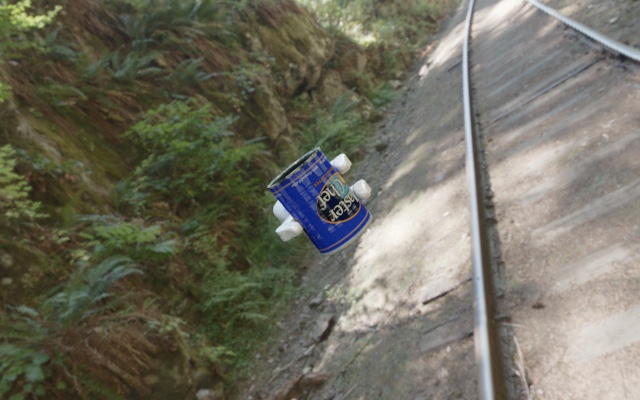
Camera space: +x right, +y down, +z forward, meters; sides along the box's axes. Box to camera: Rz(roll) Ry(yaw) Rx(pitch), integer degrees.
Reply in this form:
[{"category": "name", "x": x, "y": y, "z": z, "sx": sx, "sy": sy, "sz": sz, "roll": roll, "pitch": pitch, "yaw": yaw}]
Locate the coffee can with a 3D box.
[{"category": "coffee can", "x": 0.000, "y": 0.003, "z": 0.750, "sx": 0.103, "sy": 0.140, "sz": 0.102, "roll": -36, "pitch": 11, "yaw": 8}]
